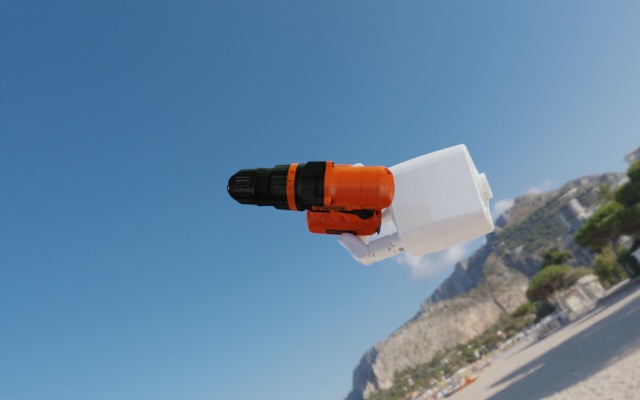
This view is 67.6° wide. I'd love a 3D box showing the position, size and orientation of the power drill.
[{"bbox_3d":[0.000,0.002,0.583,0.184,0.057,0.188,2,-11,12],"label":"power drill"}]
